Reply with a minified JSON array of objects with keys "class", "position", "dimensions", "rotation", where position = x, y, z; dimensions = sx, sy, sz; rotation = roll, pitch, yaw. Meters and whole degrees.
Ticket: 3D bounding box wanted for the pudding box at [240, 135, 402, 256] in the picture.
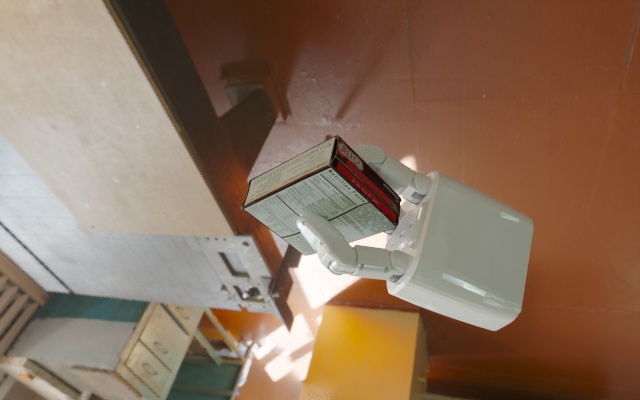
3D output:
[{"class":"pudding box","position":[0.000,0.002,0.420],"dimensions":[0.113,0.039,0.090],"rotation":[-24,-52,36]}]
